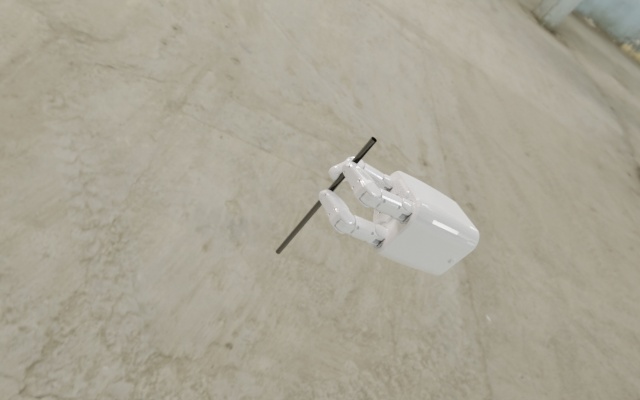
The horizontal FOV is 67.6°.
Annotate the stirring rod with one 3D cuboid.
[{"bbox_3d":[0.000,0.002,0.628,0.011,0.011,0.240,0,-38,-41],"label":"stirring rod"}]
